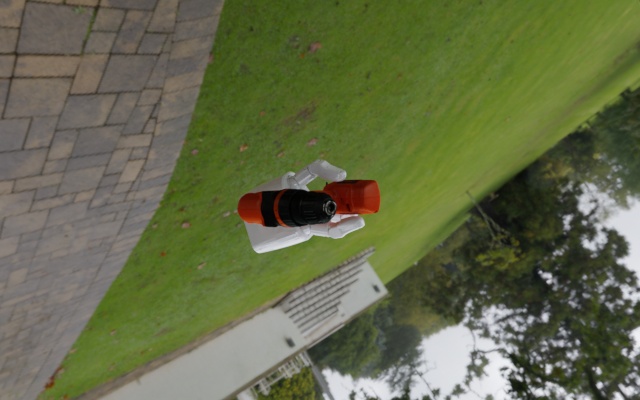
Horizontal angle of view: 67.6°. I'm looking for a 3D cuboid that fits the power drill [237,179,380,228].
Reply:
[{"bbox_3d":[0.000,0.002,0.693,0.187,0.057,0.184,-6,5,-43],"label":"power drill"}]
